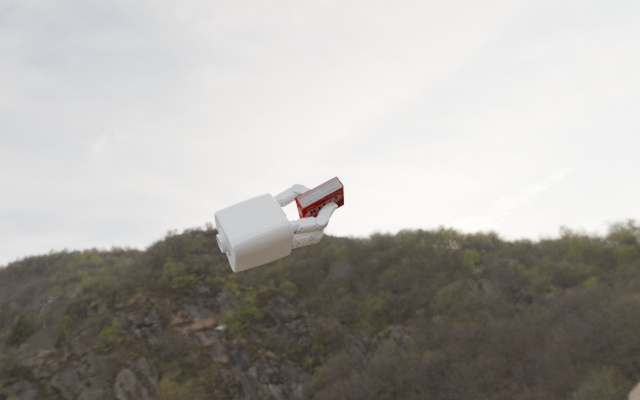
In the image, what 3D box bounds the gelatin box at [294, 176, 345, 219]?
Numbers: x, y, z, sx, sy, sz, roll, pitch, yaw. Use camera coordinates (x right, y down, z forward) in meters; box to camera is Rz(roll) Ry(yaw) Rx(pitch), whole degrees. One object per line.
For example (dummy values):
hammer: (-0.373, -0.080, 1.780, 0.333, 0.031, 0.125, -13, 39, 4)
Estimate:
gelatin box: (0.000, 0.002, 0.864, 0.089, 0.030, 0.073, -29, -25, -11)
